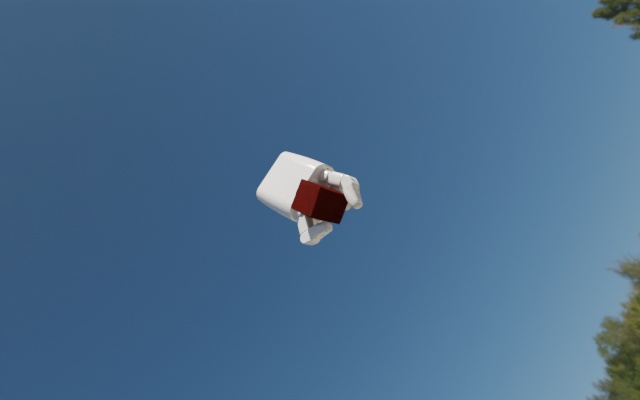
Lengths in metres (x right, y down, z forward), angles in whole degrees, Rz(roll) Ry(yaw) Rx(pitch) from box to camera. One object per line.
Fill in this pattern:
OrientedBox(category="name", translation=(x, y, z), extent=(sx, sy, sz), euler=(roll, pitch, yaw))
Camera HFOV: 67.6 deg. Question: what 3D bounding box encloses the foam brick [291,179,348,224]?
OrientedBox(category="foam brick", translation=(0.000, 0.002, 0.786), extent=(0.051, 0.053, 0.078), euler=(25, 5, 41))
